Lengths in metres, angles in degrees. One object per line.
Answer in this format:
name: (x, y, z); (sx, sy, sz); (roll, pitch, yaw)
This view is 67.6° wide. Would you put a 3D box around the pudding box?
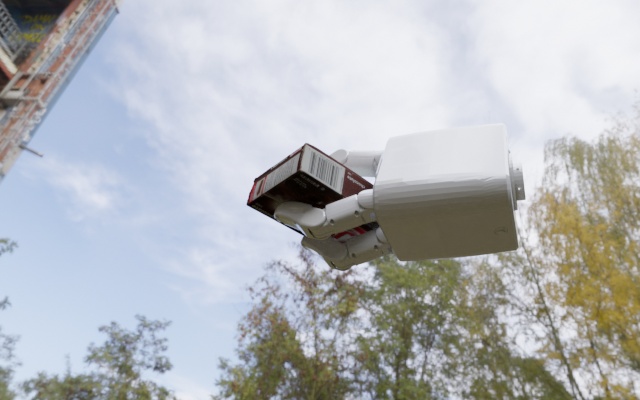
pudding box: (0.000, 0.001, 0.464); (0.113, 0.039, 0.090); (33, -39, -26)
